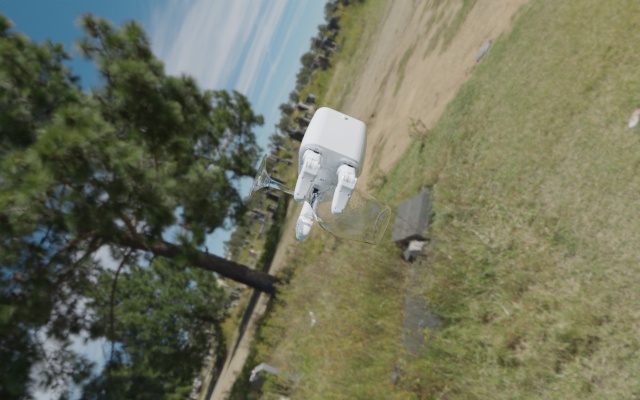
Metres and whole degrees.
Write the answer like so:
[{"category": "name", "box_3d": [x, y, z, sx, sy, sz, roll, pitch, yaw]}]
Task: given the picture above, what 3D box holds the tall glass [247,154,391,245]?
[{"category": "tall glass", "box_3d": [-0.001, 0.002, 0.700, 0.201, 0.079, 0.079, 21, -2, -6]}]
